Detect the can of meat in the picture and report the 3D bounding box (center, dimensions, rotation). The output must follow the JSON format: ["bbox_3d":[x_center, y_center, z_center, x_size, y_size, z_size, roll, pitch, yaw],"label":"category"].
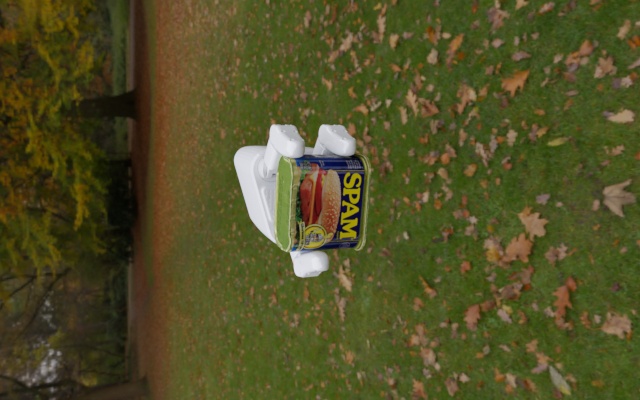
[{"bbox_3d":[0.000,0.002,0.492,0.084,0.102,0.057,-1,14,-22],"label":"can of meat"}]
